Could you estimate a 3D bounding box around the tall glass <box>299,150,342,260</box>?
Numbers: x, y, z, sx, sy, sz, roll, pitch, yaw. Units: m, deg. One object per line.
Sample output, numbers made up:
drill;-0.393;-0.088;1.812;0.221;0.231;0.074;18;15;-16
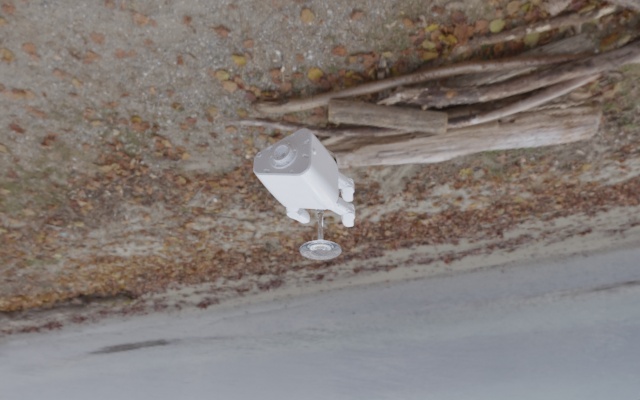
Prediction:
tall glass;0.000;0.004;0.883;0.079;0.201;0.079;0;-32;0
